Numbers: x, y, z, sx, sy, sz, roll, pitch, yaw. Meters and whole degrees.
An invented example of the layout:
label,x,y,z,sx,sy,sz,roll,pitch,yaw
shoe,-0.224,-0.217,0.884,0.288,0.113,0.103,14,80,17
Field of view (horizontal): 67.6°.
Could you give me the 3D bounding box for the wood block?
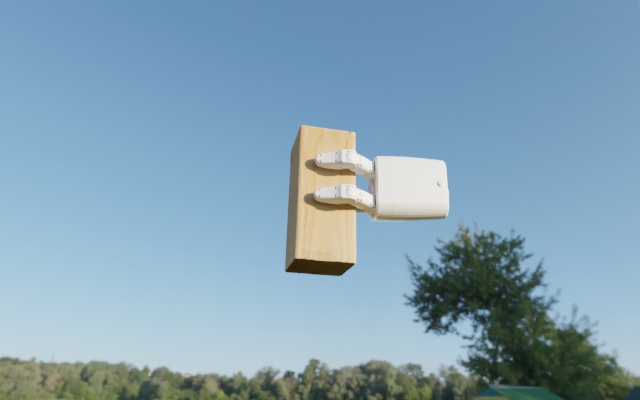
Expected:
label,x,y,z,sx,sy,sz,roll,pitch,yaw
wood block,0.000,0.002,0.727,0.090,0.206,0.091,6,-22,-11
